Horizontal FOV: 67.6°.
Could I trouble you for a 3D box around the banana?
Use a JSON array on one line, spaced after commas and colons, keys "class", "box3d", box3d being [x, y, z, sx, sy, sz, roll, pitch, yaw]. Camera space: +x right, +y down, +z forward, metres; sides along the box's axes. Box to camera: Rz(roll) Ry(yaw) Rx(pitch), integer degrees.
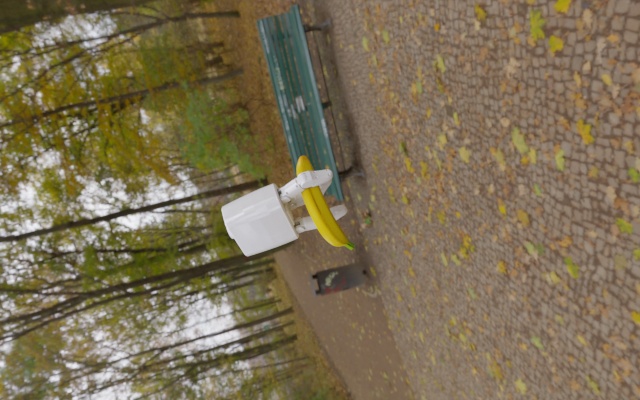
[{"class": "banana", "box3d": [-0.004, 0.005, 0.854, 0.037, 0.197, 0.069, -29, -10, 13]}]
